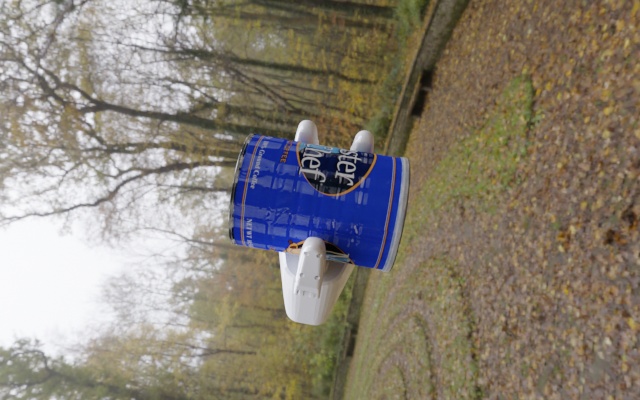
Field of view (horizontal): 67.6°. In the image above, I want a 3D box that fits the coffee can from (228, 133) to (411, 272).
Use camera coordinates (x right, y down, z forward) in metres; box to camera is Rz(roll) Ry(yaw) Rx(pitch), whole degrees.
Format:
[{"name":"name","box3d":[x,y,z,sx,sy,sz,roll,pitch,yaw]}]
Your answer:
[{"name":"coffee can","box3d":[0.000,0.001,0.427,0.140,0.103,0.103,10,0,2]}]
